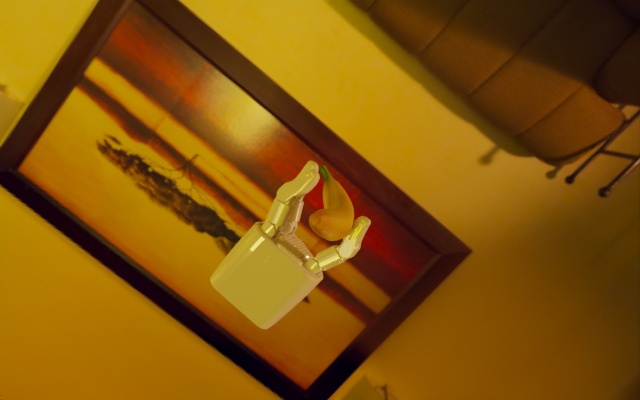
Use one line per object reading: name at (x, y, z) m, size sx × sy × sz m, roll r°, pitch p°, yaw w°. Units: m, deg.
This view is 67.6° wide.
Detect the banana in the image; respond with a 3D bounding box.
banana at (0.014, 0.013, 0.595) m, size 0.069 × 0.037 × 0.197 m, roll 43°, pitch 14°, yaw -12°
